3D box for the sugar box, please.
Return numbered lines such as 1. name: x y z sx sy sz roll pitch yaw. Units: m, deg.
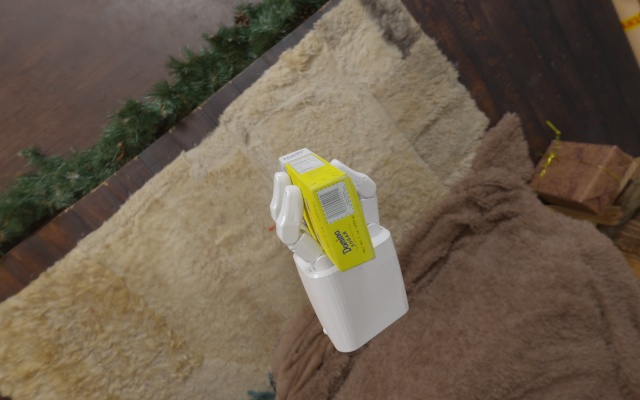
1. sugar box: 0.000 0.002 0.530 0.048 0.093 0.176 -22 18 -11
